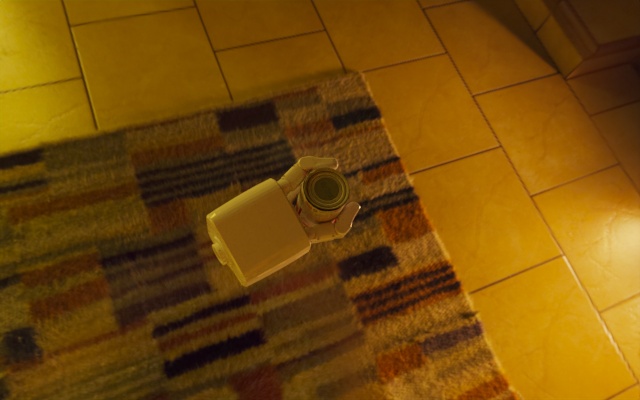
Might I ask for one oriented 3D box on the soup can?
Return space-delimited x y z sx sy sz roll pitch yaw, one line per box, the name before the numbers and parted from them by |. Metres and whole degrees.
soup can | 0.001 0.002 0.704 0.068 0.068 0.102 0 -23 -11
